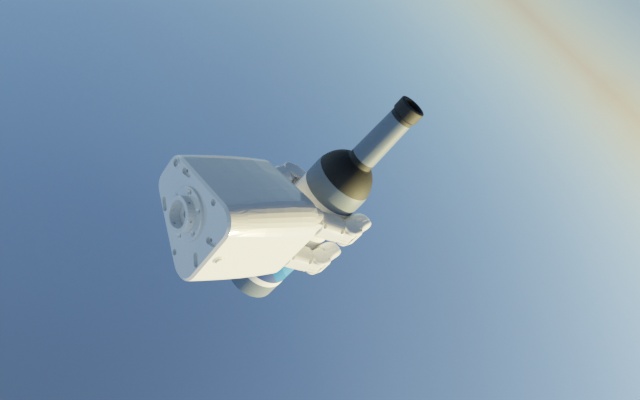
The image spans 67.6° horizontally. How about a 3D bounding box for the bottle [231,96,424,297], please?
[{"bbox_3d":[0.000,0.002,0.526,0.069,0.069,0.296,0,-39,-50],"label":"bottle"}]
